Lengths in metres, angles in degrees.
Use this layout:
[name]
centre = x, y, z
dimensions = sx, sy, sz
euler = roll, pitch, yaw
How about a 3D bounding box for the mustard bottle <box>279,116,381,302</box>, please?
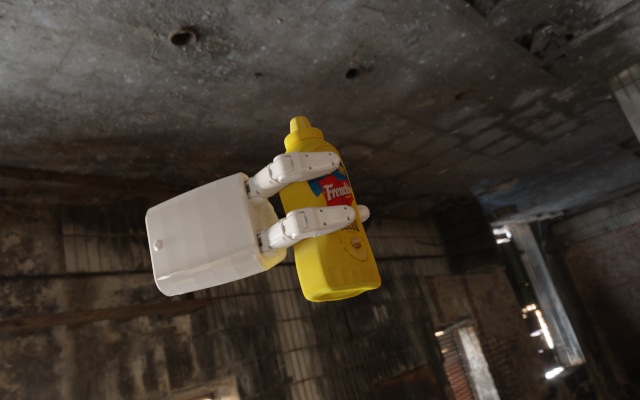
[mustard bottle]
centre = 0.000, 0.002, 0.482
dimensions = 0.058, 0.191, 0.096
euler = -28, -22, 32
